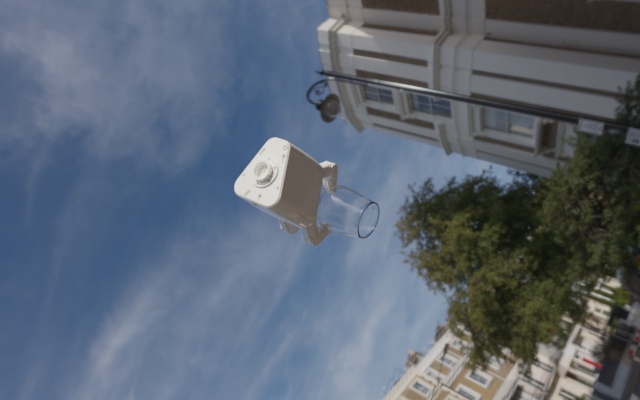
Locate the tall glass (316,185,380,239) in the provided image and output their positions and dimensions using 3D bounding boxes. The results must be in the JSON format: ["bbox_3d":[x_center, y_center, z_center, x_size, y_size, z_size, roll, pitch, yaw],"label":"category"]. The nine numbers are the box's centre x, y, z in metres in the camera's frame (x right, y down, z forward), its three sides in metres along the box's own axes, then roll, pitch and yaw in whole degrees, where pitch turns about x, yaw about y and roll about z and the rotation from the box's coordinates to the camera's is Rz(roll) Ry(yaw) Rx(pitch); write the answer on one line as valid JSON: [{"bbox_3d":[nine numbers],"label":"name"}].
[{"bbox_3d":[0.000,0.002,0.817,0.201,0.079,0.079,21,12,33],"label":"tall glass"}]
